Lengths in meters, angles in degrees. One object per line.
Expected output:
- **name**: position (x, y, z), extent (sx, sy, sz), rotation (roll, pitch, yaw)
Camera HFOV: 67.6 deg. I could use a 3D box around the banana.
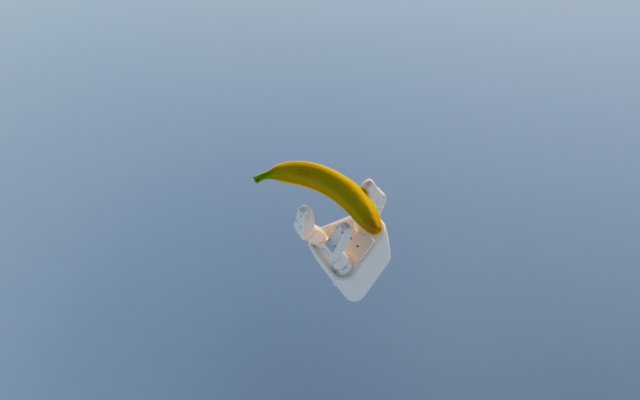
- **banana**: position (0.007, -0.013, 0.652), extent (0.198, 0.069, 0.037), rotation (22, -26, 24)
